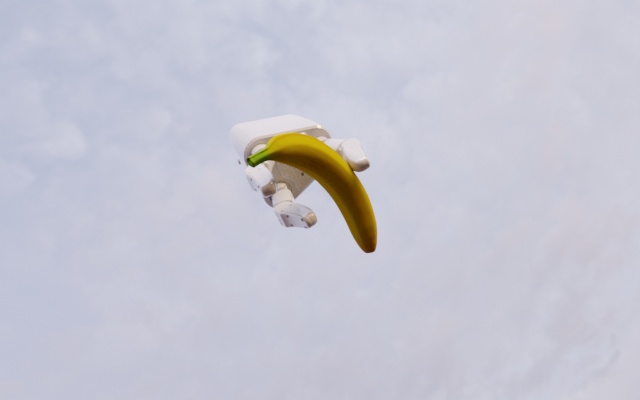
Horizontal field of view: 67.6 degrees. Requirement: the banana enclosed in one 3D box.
[{"bbox_3d":[0.008,-0.015,0.517,0.198,0.069,0.037,37,-7,-32],"label":"banana"}]
